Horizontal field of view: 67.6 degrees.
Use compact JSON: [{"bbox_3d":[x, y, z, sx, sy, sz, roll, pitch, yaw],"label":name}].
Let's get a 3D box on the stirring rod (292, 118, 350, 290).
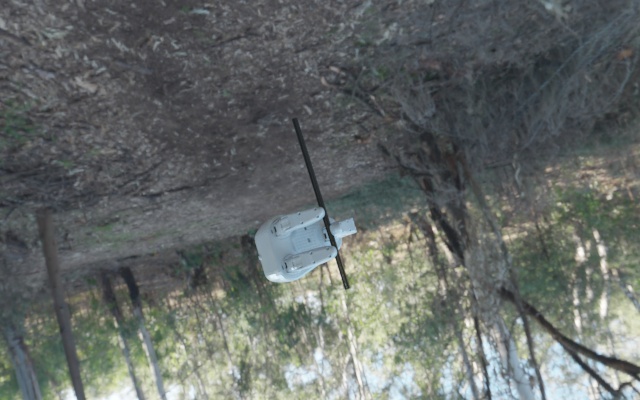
[{"bbox_3d":[0.000,0.002,0.640,0.011,0.239,0.011,-17,-7,-2],"label":"stirring rod"}]
